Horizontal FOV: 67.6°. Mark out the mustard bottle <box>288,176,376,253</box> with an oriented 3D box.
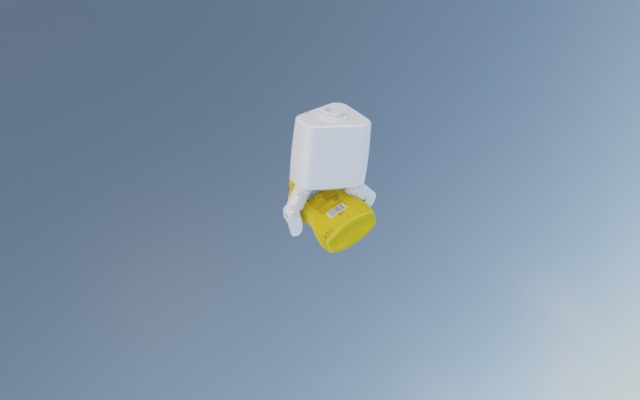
[{"bbox_3d":[0.000,0.003,0.806,0.096,0.058,0.191,-34,45,-13],"label":"mustard bottle"}]
